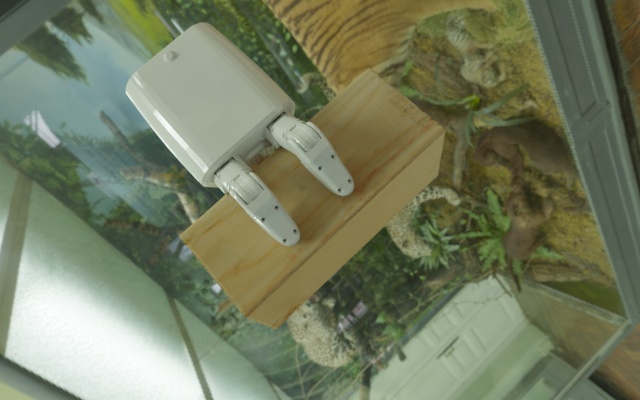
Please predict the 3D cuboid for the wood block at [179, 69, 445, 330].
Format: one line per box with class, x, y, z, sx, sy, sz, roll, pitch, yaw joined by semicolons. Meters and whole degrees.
wood block;0.000;0.001;0.409;0.090;0.206;0.091;45;-8;21
